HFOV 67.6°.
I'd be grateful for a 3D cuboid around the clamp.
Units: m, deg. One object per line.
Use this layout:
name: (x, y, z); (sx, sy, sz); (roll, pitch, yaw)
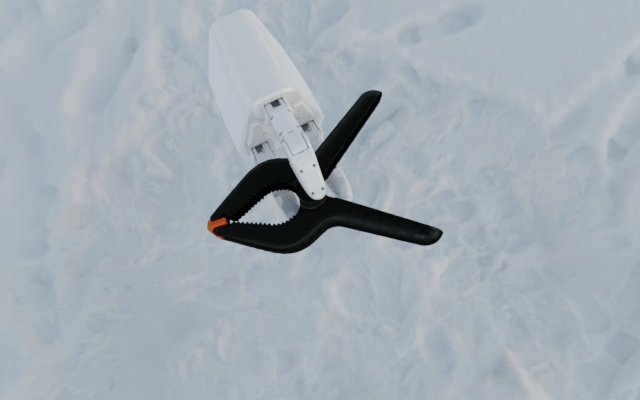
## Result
clamp: (-0.001, 0.001, 0.450); (0.210, 0.164, 0.036); (-26, -18, -5)
